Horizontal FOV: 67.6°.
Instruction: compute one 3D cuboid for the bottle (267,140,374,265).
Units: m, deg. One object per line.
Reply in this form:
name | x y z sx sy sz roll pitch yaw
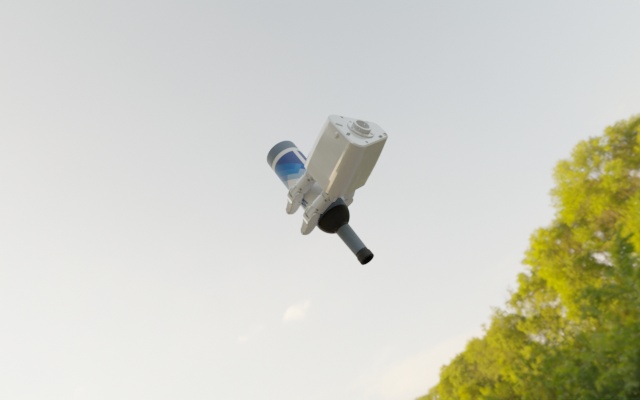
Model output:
bottle | 0.000 0.003 0.875 0.069 0.069 0.295 0 41 -45
